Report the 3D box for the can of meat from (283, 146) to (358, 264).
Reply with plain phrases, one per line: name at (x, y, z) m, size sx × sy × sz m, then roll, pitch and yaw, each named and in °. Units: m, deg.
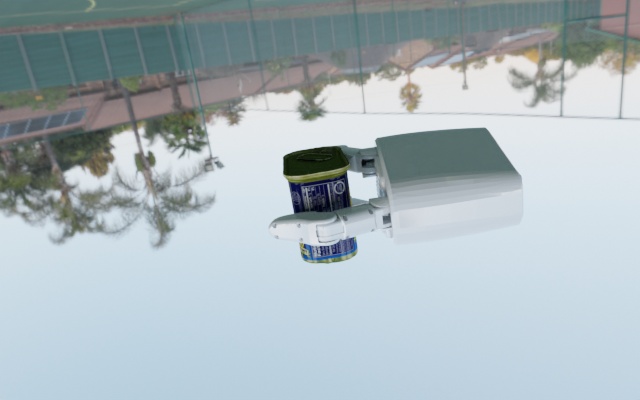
can of meat at (0.000, 0.002, 0.445) m, size 0.057 × 0.084 × 0.102 m, roll -10°, pitch 18°, yaw -2°
